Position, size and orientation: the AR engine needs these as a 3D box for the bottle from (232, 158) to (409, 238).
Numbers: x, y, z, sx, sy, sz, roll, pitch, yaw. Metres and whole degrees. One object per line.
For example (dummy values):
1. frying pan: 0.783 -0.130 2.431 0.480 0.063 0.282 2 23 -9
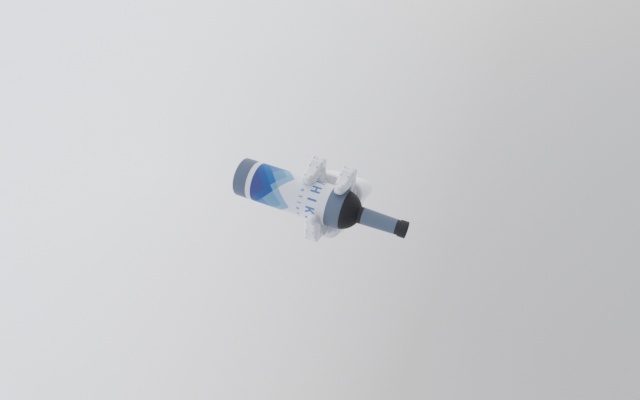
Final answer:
1. bottle: 0.000 0.003 0.783 0.295 0.069 0.069 18 5 16
